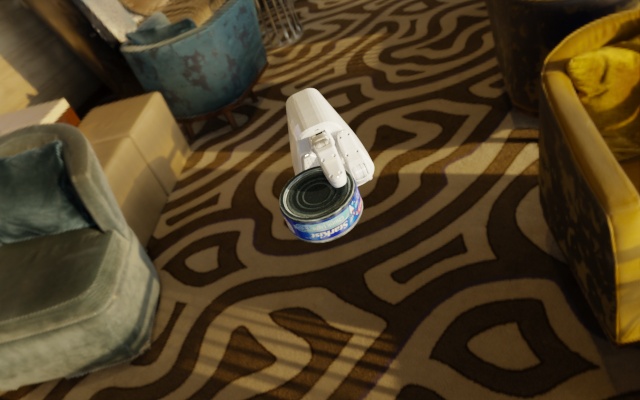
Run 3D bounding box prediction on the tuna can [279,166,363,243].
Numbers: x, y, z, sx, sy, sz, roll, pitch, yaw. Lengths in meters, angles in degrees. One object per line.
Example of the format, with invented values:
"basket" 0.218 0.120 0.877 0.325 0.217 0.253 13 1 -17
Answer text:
"tuna can" 0.000 0.001 0.509 0.086 0.086 0.034 0 -43 22
